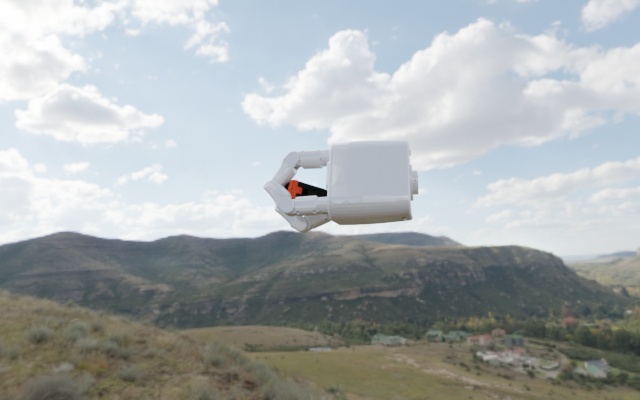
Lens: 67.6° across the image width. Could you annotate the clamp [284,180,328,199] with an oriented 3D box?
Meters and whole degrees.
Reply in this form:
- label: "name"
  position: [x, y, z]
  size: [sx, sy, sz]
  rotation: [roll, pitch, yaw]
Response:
- label: "clamp"
  position: [0.000, 0.002, 0.730]
  size: [0.120, 0.039, 0.171]
  rotation: [0, -8, 12]
